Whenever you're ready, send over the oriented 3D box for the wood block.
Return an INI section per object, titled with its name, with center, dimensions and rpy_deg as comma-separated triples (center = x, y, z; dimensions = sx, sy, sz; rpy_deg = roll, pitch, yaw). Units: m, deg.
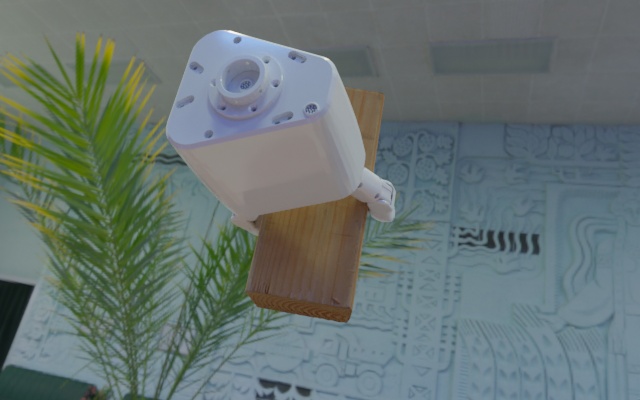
[wood block]
center = 0.000, 0.001, 0.457
dimensions = 0.091, 0.206, 0.090
rpy_deg = 10, -21, 4
